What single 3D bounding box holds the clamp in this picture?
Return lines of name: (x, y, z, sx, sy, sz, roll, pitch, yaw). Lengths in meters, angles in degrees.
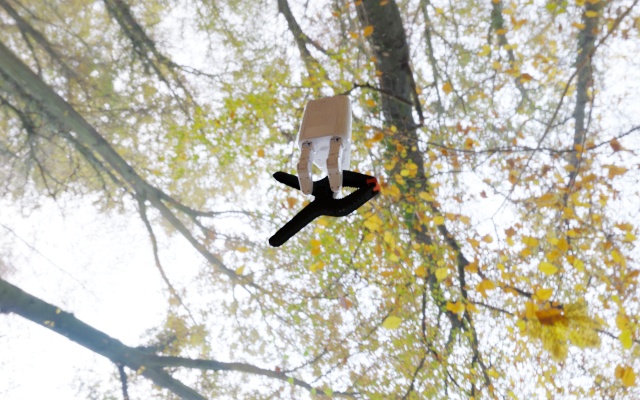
clamp: (0.001, 0.003, 0.840, 0.210, 0.164, 0.036, -7, -36, 19)
